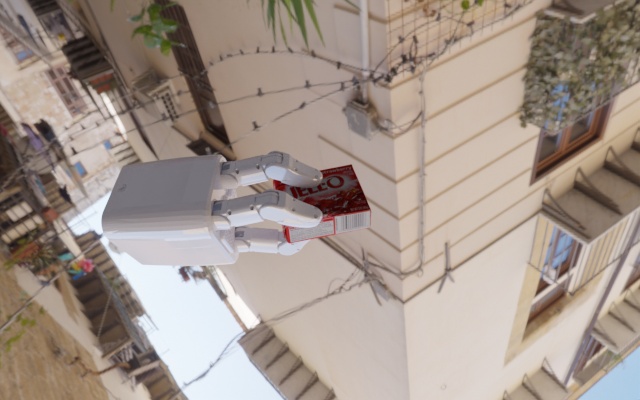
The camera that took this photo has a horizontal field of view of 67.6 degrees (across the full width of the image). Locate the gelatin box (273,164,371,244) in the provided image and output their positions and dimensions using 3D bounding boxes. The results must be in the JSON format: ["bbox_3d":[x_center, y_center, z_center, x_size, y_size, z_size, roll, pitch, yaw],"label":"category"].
[{"bbox_3d":[0.000,0.002,0.494,0.089,0.030,0.073,-10,44,-7],"label":"gelatin box"}]
